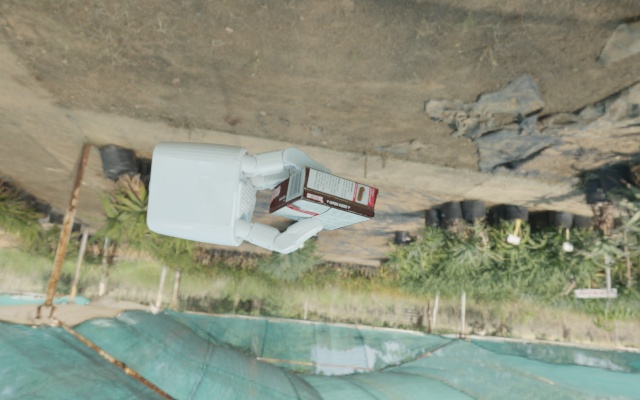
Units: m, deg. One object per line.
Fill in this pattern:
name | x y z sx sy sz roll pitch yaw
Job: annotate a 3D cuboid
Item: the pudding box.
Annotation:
pudding box | 0.000 0.002 0.551 0.090 0.039 0.113 15 -14 -21
